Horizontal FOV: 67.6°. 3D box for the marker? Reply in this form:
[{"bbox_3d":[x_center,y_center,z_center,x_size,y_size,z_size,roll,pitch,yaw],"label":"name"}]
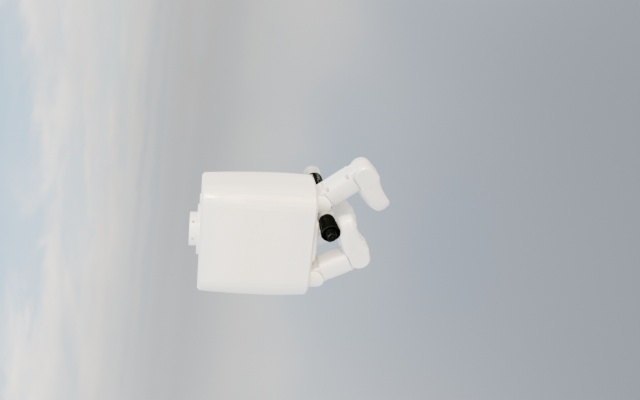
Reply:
[{"bbox_3d":[0.000,0.002,0.485,0.020,0.020,0.121,0,33,-12],"label":"marker"}]
